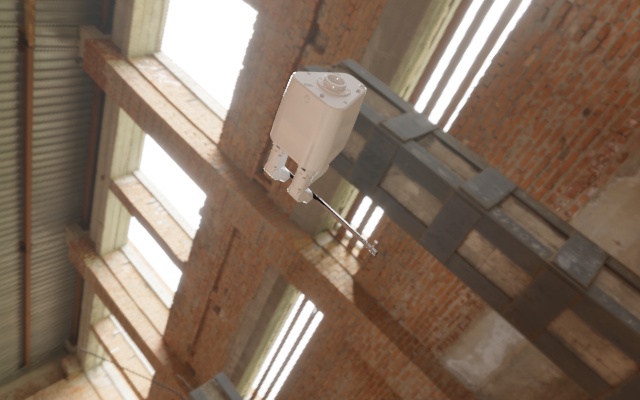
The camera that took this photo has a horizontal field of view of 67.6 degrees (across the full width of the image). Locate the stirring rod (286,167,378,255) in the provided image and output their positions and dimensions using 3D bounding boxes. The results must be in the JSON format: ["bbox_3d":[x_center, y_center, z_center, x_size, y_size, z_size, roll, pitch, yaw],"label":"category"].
[{"bbox_3d":[0.000,0.002,0.746,0.239,0.011,0.011,43,18,21],"label":"stirring rod"}]
